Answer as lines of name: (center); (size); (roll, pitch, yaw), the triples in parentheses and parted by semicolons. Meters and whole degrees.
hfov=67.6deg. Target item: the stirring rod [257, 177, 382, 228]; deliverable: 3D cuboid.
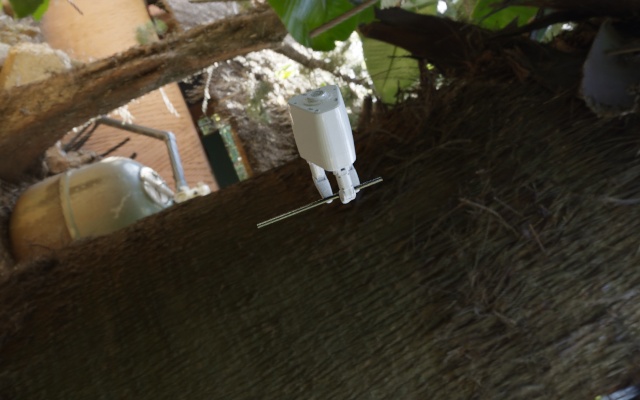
stirring rod: (0.000, 0.003, 0.858); (0.239, 0.011, 0.011); (-21, 3, -7)
